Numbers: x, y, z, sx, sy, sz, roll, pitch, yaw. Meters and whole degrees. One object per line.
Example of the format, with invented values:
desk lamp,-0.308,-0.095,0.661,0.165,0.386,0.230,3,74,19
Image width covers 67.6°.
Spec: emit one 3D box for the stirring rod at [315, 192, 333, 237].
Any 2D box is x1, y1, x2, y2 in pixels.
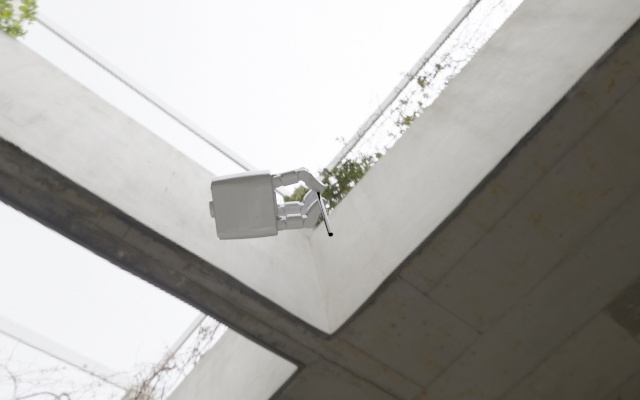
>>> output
stirring rod,0.000,0.003,0.818,0.011,0.011,0.239,0,23,-8
